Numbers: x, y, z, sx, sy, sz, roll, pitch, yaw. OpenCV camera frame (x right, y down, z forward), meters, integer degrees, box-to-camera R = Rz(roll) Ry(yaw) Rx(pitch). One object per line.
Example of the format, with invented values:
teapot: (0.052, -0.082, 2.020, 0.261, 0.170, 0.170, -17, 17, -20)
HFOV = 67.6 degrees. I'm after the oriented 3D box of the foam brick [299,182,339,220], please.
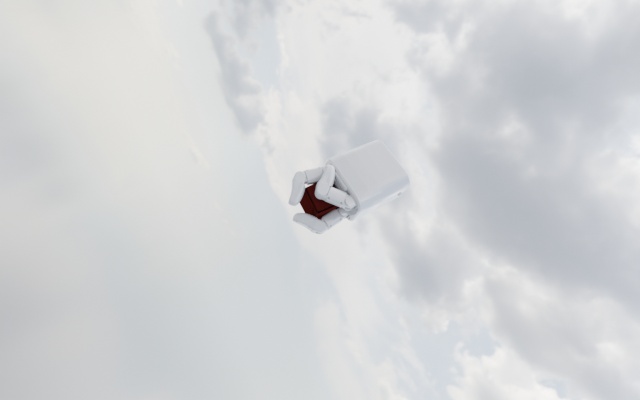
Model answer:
foam brick: (0.000, 0.003, 0.844, 0.051, 0.053, 0.078, -25, -12, -16)
